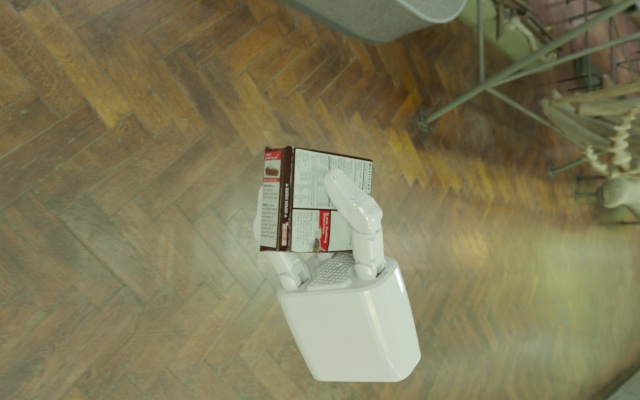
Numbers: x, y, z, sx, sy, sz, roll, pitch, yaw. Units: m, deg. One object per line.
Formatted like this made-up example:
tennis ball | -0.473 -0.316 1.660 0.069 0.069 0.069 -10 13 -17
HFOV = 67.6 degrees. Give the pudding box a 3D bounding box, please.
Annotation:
pudding box | 0.000 0.001 0.429 0.039 0.090 0.113 1 -2 41
